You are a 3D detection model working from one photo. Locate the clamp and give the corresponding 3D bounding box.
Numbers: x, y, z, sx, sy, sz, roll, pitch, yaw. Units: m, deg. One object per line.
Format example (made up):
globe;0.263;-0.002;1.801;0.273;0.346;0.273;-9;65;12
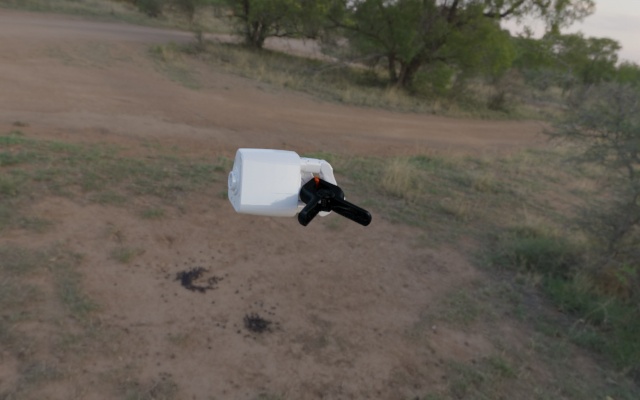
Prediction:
clamp;0.000;0.002;0.817;0.120;0.039;0.171;3;20;-24
